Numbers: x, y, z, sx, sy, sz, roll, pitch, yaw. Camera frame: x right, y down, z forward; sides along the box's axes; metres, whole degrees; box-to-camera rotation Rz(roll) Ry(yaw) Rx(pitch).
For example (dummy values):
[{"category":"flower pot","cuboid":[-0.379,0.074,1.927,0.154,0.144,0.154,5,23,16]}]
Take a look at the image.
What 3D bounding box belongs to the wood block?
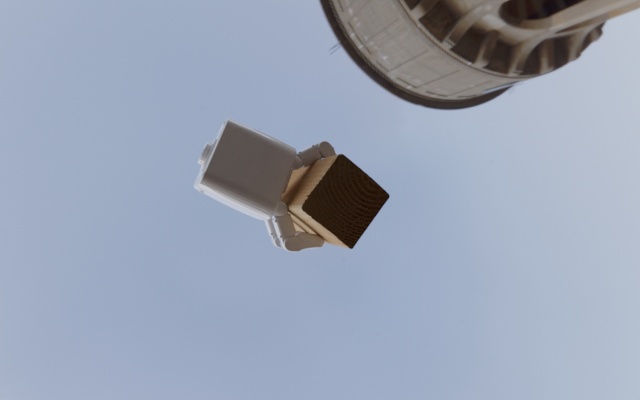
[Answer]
[{"category":"wood block","cuboid":[0.000,0.002,0.694,0.090,0.091,0.206,39,-12,-15]}]
